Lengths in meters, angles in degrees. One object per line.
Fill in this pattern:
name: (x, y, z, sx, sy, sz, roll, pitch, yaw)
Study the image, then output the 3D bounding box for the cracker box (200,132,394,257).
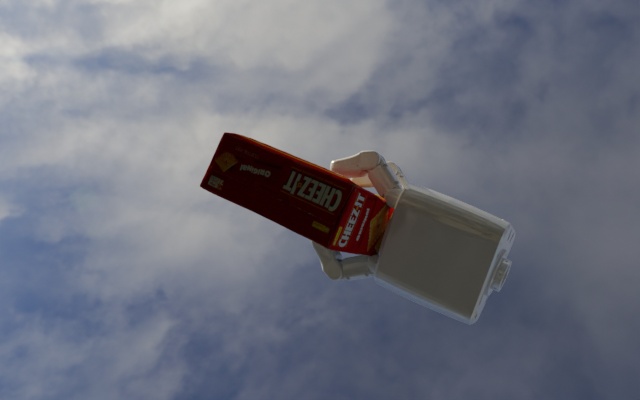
cracker box: (0.000, 0.002, 0.541, 0.164, 0.072, 0.214, 23, 0, 27)
